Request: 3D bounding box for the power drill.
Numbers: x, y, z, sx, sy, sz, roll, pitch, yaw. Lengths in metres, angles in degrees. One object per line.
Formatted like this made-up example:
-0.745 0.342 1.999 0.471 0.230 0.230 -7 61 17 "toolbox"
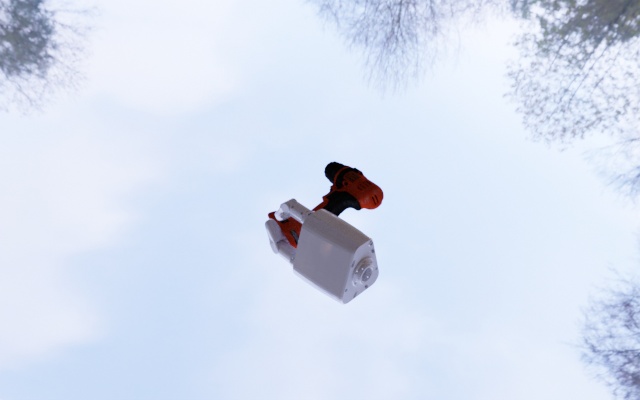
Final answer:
0.000 0.003 0.868 0.187 0.057 0.184 -35 29 -10 "power drill"
